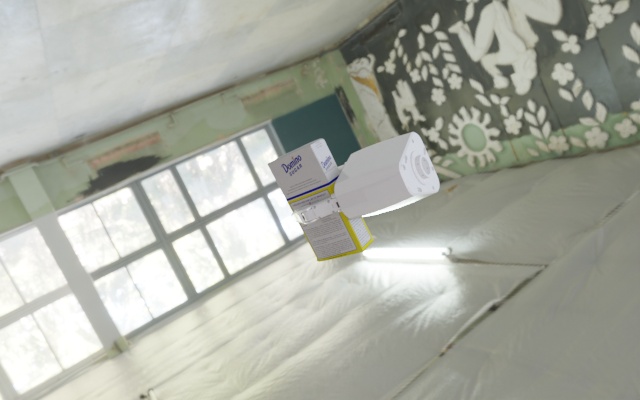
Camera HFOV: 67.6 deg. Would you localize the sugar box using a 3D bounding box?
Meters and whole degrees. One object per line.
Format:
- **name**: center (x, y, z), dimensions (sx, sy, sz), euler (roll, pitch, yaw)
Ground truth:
- **sugar box**: center (0.001, 0.002, 0.724), dimensions (0.093, 0.176, 0.048), euler (-19, 9, 38)
